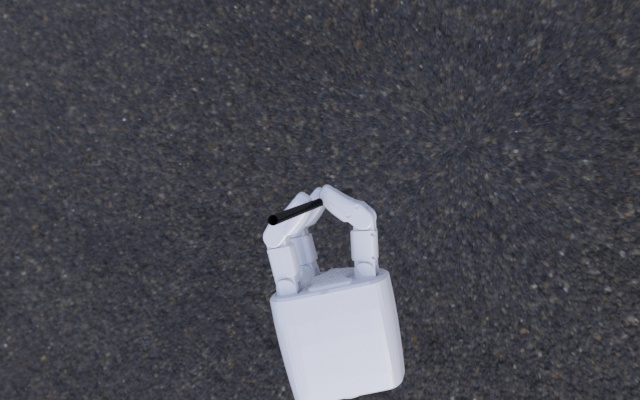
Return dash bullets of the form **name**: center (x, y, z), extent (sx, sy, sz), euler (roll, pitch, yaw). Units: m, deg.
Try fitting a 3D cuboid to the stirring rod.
- **stirring rod**: center (0.000, 0.002, 0.461), extent (0.011, 0.011, 0.239), euler (0, 6, 17)
